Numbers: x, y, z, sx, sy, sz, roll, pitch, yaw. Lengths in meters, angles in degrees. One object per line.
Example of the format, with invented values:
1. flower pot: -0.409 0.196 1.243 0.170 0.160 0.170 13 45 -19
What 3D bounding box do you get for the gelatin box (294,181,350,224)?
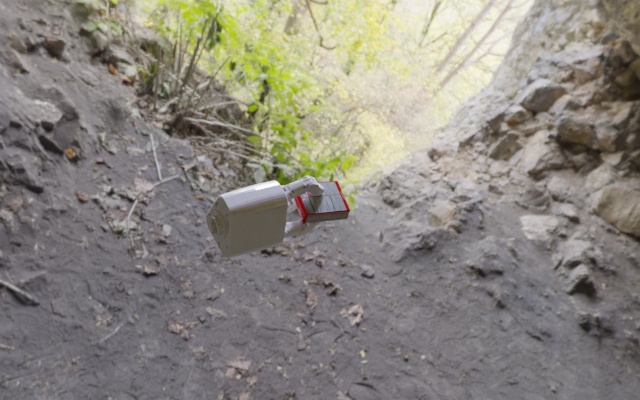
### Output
1. gelatin box: 0.001 0.003 0.872 0.089 0.073 0.030 -6 -38 -22
